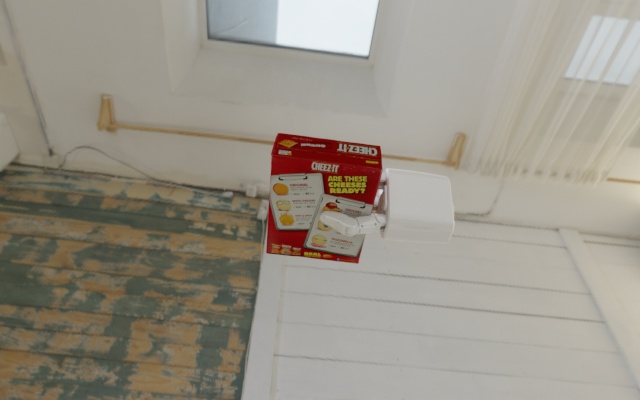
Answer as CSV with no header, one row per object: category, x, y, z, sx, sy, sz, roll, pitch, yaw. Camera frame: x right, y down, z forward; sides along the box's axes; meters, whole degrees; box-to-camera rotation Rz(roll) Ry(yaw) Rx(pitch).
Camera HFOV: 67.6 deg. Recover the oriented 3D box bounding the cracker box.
cracker box,0.000,0.003,0.776,0.164,0.214,0.072,7,42,-2
